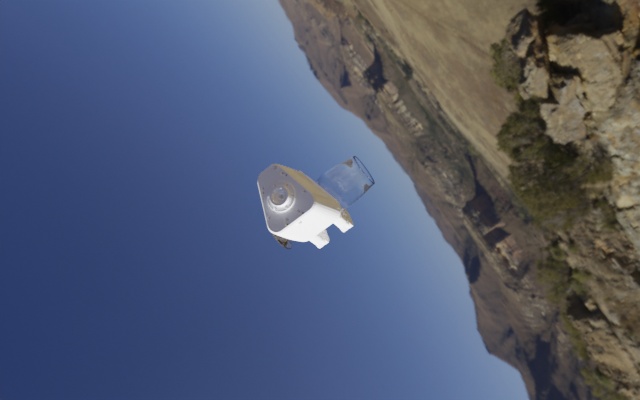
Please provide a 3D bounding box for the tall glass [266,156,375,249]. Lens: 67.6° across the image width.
[{"bbox_3d":[0.000,0.003,0.868,0.201,0.079,0.079,-36,-10,13],"label":"tall glass"}]
